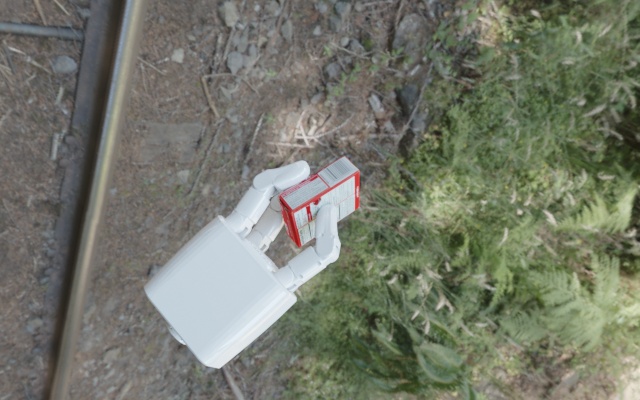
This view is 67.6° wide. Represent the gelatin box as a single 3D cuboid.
[{"bbox_3d":[0.001,0.002,0.520,0.089,0.030,0.073,-32,-30,-15],"label":"gelatin box"}]
